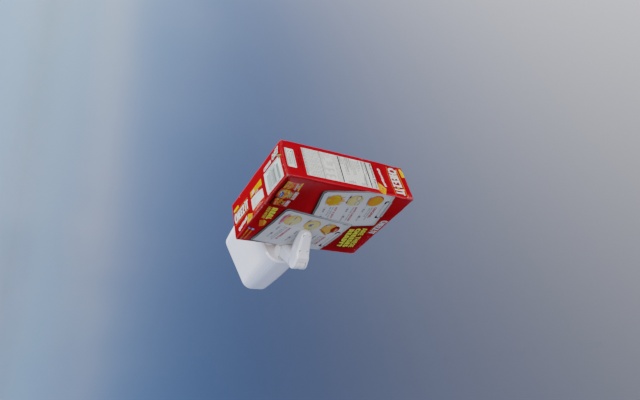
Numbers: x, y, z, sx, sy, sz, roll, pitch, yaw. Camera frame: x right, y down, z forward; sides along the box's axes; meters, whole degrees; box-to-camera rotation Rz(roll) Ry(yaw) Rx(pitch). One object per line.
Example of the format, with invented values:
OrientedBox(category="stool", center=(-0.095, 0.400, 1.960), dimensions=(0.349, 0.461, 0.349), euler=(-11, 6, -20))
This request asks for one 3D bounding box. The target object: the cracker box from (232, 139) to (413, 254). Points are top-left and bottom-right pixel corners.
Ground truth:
OrientedBox(category="cracker box", center=(0.000, 0.002, 0.708), dimensions=(0.214, 0.072, 0.164), euler=(9, -39, -32))
